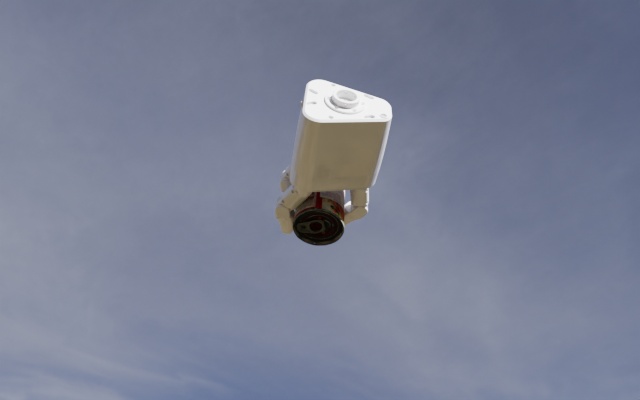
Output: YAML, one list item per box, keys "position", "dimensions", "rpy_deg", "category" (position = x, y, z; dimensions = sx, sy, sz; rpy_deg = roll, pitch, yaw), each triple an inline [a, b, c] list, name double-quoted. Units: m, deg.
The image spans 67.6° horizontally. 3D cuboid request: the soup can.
- position: [0.000, 0.002, 0.659]
  dimensions: [0.068, 0.069, 0.102]
  rpy_deg: [0, 43, 4]
  category: "soup can"
